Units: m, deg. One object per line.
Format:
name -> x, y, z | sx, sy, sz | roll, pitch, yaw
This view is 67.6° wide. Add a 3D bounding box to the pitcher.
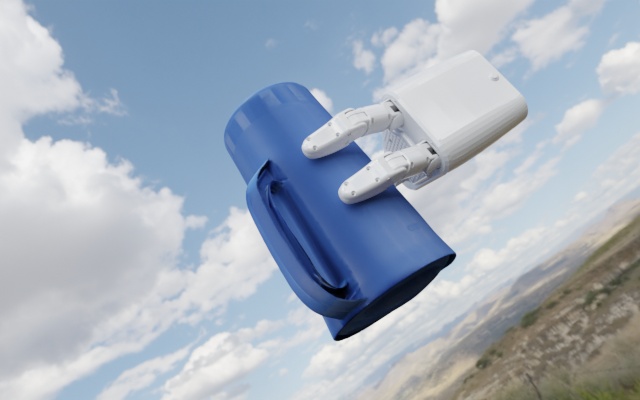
pitcher -> 0.000, 0.001, 0.458 | 0.145, 0.242, 0.149 | -31, -22, -13
